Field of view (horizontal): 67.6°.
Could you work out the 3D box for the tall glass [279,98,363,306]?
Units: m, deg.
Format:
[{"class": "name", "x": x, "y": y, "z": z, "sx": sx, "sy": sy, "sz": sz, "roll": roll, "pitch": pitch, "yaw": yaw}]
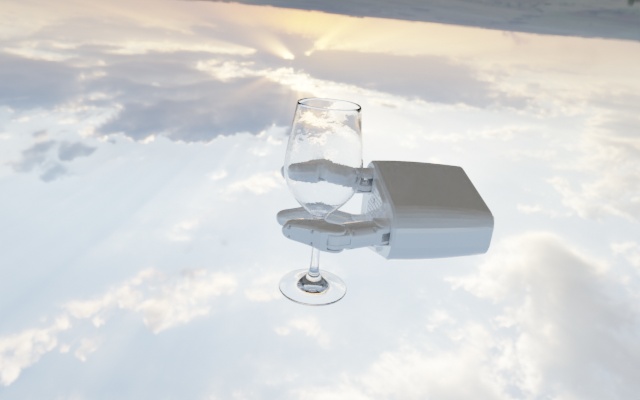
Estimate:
[{"class": "tall glass", "x": 0.000, "y": 0.002, "z": 0.483, "sx": 0.079, "sy": 0.201, "sz": 0.079, "roll": 4, "pitch": 21, "yaw": -2}]
